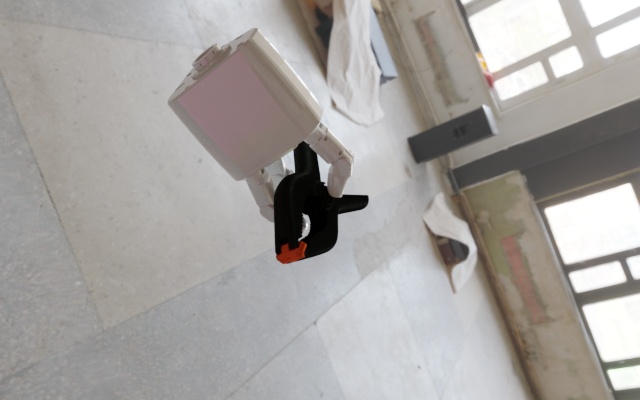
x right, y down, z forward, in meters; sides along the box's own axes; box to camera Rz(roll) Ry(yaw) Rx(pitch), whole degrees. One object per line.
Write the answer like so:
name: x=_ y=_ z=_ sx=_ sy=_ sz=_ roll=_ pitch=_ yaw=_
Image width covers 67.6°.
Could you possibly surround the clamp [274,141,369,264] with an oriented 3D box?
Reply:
clamp: x=0.001 y=0.002 z=0.548 sx=0.036 sy=0.165 sz=0.209 roll=-23 pitch=33 yaw=30
